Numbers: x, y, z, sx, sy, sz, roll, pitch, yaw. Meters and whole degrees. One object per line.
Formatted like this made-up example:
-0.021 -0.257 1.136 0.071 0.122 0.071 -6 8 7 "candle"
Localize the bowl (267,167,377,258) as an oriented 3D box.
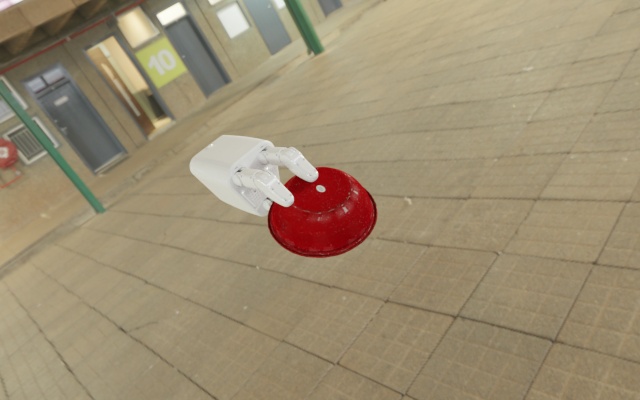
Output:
0.001 0.002 0.681 0.162 0.162 0.055 0 -44 6 "bowl"
